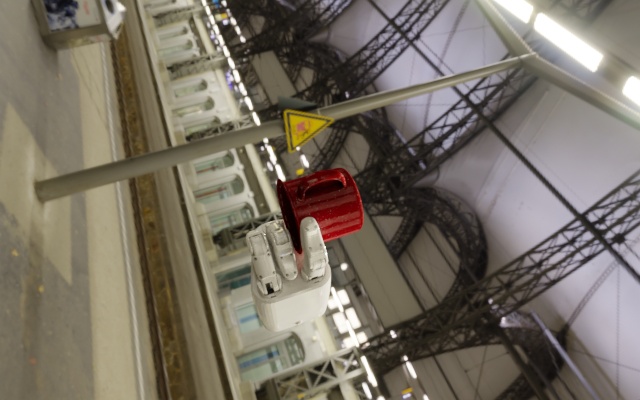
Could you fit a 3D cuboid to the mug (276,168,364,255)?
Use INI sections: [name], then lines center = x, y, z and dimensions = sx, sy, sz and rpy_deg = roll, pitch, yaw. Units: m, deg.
[mug]
center = 0.000, 0.001, 0.560
dimensions = 0.081, 0.093, 0.117
rpy_deg = -16, -32, -13
